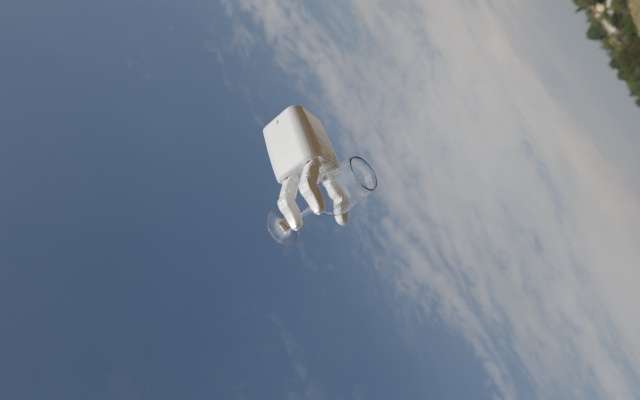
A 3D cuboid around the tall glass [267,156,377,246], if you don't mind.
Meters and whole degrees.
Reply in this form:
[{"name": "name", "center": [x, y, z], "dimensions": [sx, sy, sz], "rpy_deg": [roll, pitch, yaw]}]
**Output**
[{"name": "tall glass", "center": [0.000, 0.003, 0.803], "dimensions": [0.201, 0.079, 0.079], "rpy_deg": [-34, -21, 34]}]
